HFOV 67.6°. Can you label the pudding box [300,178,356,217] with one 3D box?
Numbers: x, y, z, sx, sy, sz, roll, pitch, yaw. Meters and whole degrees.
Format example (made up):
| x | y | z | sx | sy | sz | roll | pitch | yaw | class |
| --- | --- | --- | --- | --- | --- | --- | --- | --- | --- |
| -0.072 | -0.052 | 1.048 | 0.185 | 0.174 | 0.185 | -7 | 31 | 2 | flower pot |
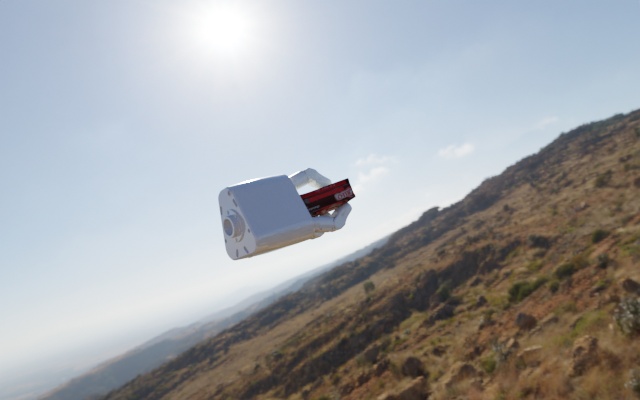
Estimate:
| x | y | z | sx | sy | sz | roll | pitch | yaw | class |
| --- | --- | --- | --- | --- | --- | --- | --- | --- | --- |
| 0.000 | 0.002 | 0.794 | 0.090 | 0.039 | 0.113 | -19 | -4 | -13 | pudding box |
